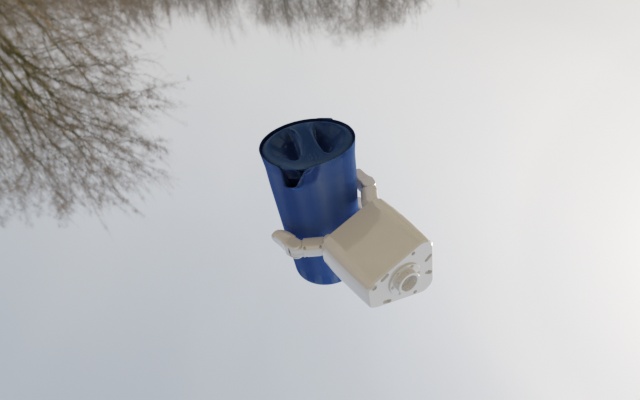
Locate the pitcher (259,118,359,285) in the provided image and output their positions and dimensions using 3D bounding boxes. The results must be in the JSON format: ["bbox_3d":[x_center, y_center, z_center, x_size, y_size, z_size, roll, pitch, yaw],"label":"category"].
[{"bbox_3d":[0.000,0.002,0.726,0.149,0.243,0.145,-26,40,-20],"label":"pitcher"}]
